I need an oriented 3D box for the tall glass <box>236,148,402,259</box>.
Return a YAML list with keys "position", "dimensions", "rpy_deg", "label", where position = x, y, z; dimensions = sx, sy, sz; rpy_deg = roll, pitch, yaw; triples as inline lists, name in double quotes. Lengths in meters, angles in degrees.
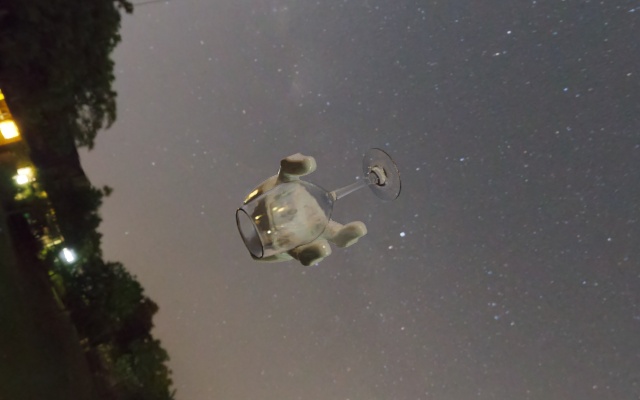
- position: [0.001, 0.002, 0.581]
  dimensions: [0.201, 0.079, 0.079]
  rpy_deg: [-24, 12, -28]
  label: "tall glass"
